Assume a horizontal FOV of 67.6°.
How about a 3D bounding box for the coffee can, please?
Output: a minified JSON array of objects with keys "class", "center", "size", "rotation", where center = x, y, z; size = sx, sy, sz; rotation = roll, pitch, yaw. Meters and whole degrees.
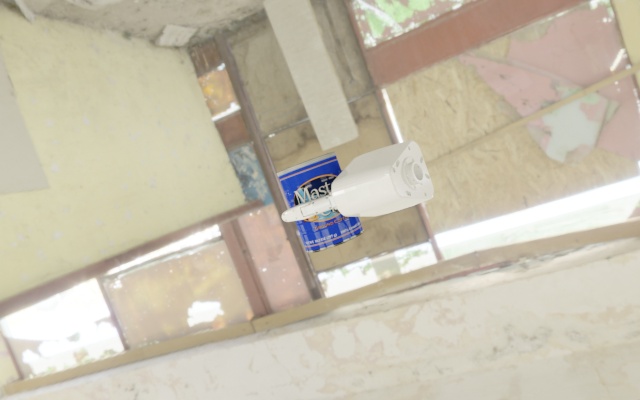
[{"class":"coffee can","center":[0.000,0.002,0.785],"size":[0.103,0.140,0.103],"rotation":[-20,3,1]}]
